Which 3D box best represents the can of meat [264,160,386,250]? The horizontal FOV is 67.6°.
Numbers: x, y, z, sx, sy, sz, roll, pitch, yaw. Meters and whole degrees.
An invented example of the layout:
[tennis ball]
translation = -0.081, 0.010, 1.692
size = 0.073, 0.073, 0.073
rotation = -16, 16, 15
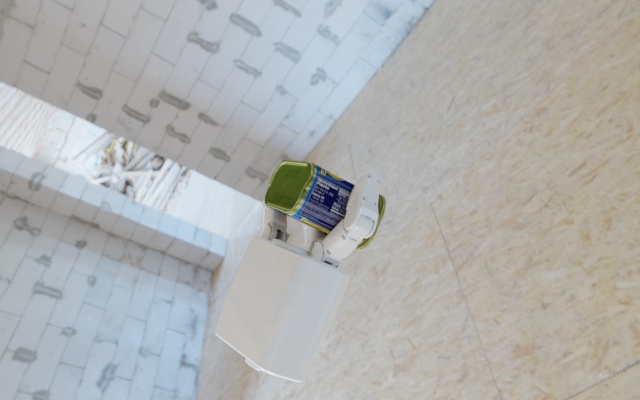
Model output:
[can of meat]
translation = 0.000, 0.001, 0.470
size = 0.084, 0.057, 0.102
rotation = 26, -6, -25
